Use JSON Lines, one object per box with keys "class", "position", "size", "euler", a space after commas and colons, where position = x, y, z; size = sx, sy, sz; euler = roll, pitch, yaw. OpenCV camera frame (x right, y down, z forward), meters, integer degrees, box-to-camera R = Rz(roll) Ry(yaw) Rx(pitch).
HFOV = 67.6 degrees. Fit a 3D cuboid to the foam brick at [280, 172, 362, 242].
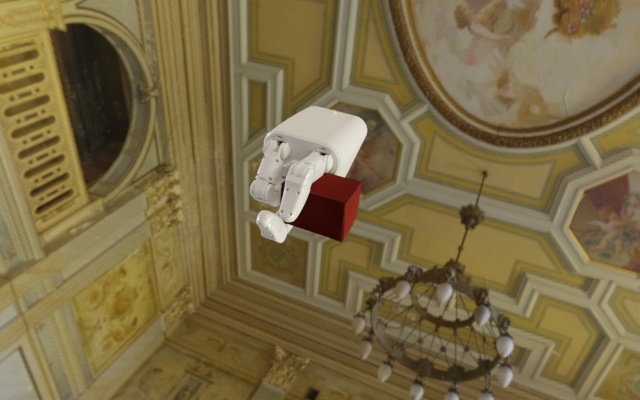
{"class": "foam brick", "position": [0.000, 0.002, 0.530], "size": [0.078, 0.053, 0.051], "euler": [18, 34, 18]}
